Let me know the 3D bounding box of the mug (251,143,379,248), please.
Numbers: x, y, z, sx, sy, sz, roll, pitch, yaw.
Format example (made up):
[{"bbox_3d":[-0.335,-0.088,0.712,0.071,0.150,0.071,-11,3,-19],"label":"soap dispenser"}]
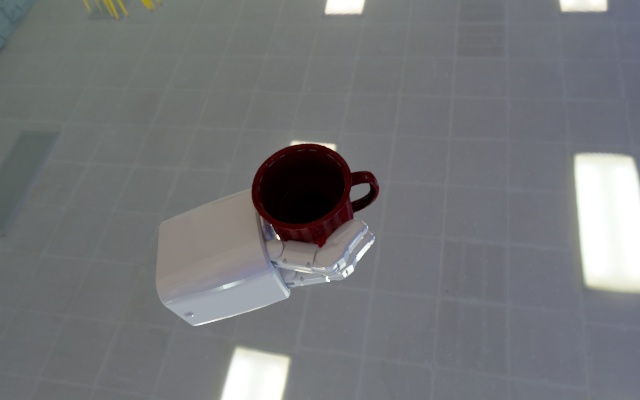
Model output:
[{"bbox_3d":[0.001,0.001,0.466,0.117,0.093,0.081,-18,-32,0],"label":"mug"}]
